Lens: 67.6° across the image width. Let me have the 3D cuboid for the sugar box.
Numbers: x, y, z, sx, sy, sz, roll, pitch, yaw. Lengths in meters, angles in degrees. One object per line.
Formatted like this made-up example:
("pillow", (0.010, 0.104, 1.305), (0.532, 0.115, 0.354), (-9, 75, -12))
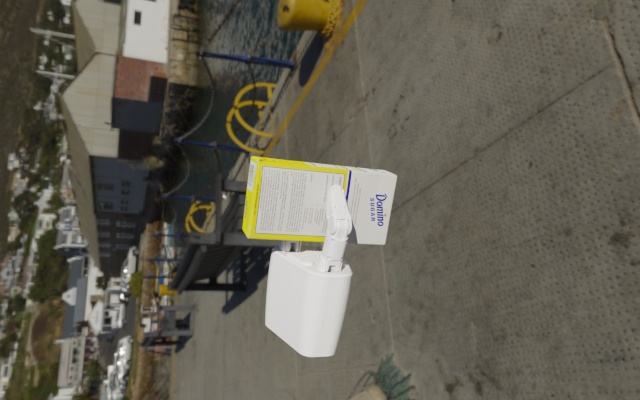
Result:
("sugar box", (0.000, 0.002, 0.580), (0.176, 0.093, 0.048), (5, 11, -22))
